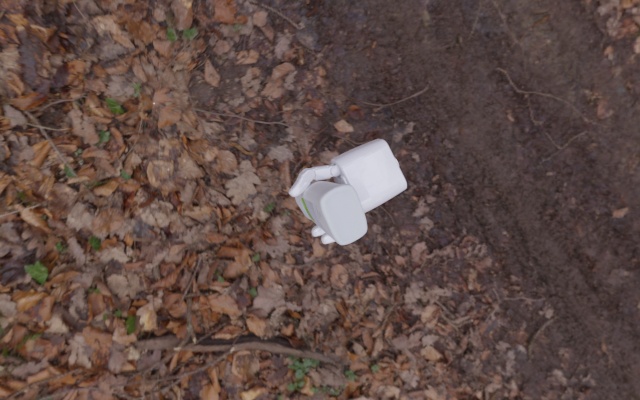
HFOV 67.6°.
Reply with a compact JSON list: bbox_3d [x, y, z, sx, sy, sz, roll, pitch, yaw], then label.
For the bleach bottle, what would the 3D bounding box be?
[{"bbox_3d":[0.000,0.003,0.885,0.068,0.102,0.250,-26,18,-13],"label":"bleach bottle"}]
